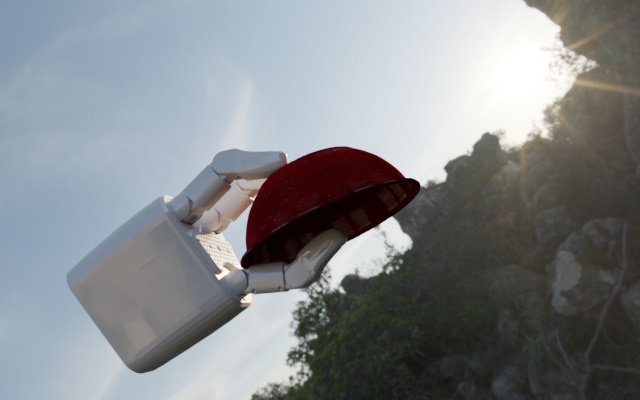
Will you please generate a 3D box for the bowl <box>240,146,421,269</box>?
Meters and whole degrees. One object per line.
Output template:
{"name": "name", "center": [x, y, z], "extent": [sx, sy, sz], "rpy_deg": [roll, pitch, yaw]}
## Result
{"name": "bowl", "center": [0.001, 0.000, 0.404], "extent": [0.162, 0.055, 0.162], "rpy_deg": [-22, -16, -7]}
